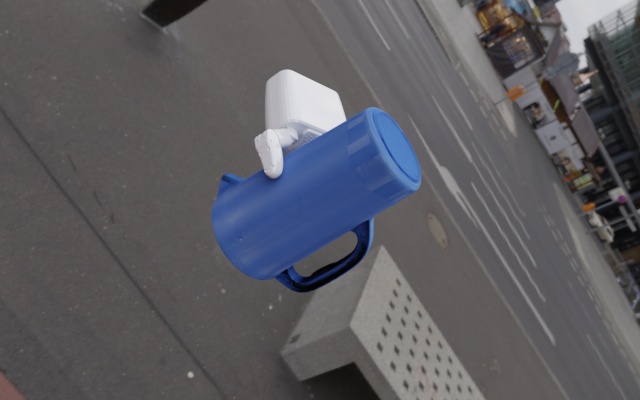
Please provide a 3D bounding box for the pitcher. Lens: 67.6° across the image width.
[{"bbox_3d":[0.000,0.002,0.585,0.243,0.145,0.149,-30,-41,27],"label":"pitcher"}]
